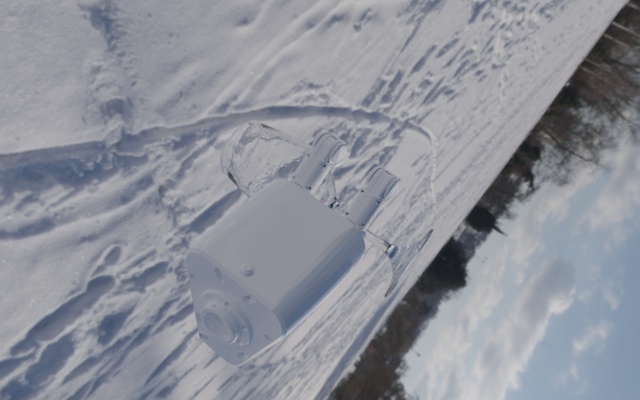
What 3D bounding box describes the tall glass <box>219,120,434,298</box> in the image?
[{"bbox_3d":[0.001,0.002,0.449,0.201,0.079,0.079,35,10,14],"label":"tall glass"}]
